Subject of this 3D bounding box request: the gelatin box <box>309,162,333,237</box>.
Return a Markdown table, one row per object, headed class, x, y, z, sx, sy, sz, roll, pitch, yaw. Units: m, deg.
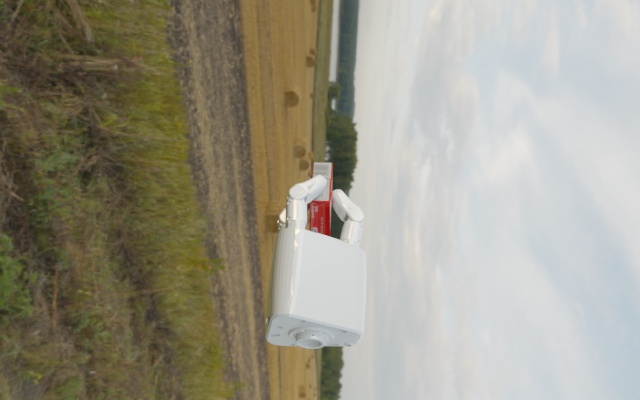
| class | x | y | z | sx | sy | sz | roll | pitch | yaw |
| --- | --- | --- | --- | --- | --- | --- | --- | --- | --- |
| gelatin box | 0.001 | 0.002 | 0.655 | 0.030 | 0.073 | 0.089 | 2 | 41 | 2 |
